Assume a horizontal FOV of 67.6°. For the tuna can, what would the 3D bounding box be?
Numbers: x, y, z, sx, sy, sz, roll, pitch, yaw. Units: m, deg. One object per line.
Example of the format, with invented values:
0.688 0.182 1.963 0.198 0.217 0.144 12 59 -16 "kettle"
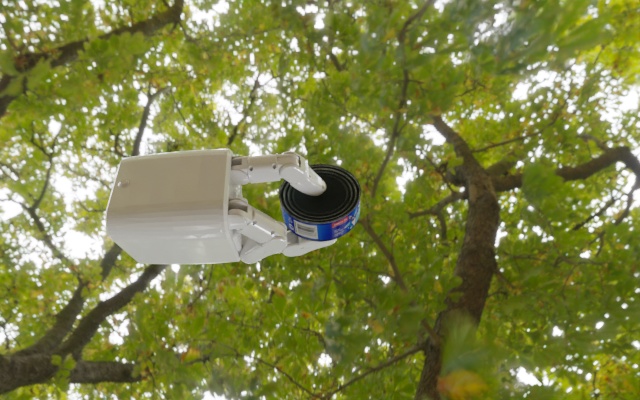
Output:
0.000 0.002 0.508 0.086 0.086 0.034 0 -43 4 "tuna can"
